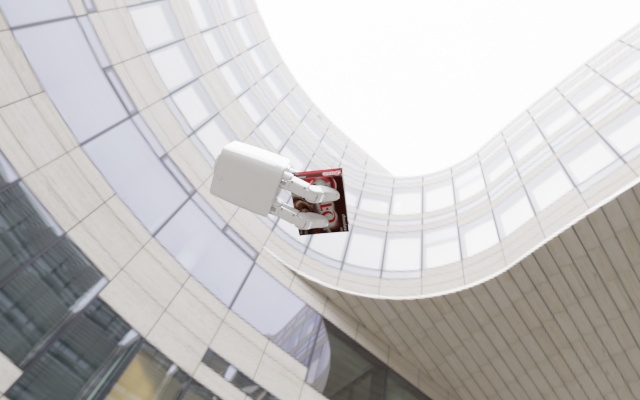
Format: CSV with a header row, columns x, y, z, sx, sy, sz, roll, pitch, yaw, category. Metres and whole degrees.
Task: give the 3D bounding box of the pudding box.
x,y,z,sx,sy,sz,roll,pitch,yaw,category
0.000,0.003,0.825,0.090,0.114,0.039,-5,30,8,pudding box
